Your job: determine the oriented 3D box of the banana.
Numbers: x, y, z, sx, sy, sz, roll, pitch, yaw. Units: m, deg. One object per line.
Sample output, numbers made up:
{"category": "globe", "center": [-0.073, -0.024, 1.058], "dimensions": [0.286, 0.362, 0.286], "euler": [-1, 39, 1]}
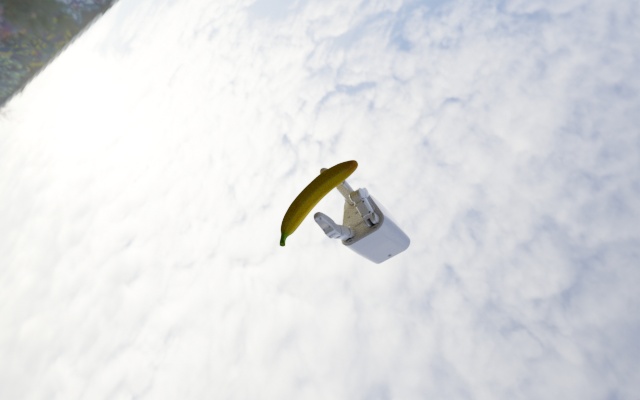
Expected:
{"category": "banana", "center": [-0.010, -0.003, 0.849], "dimensions": [0.037, 0.198, 0.069], "euler": [36, 7, -38]}
